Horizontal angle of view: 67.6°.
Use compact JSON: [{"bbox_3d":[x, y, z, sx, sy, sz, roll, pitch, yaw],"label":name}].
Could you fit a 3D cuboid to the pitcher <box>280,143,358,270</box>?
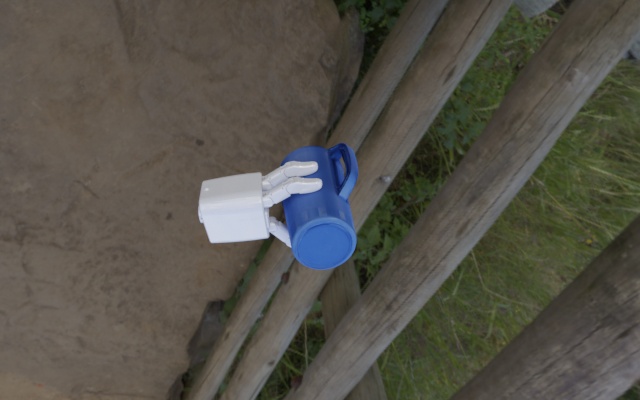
[{"bbox_3d":[0.000,0.003,0.866,0.145,0.149,0.242,-5,33,-5],"label":"pitcher"}]
